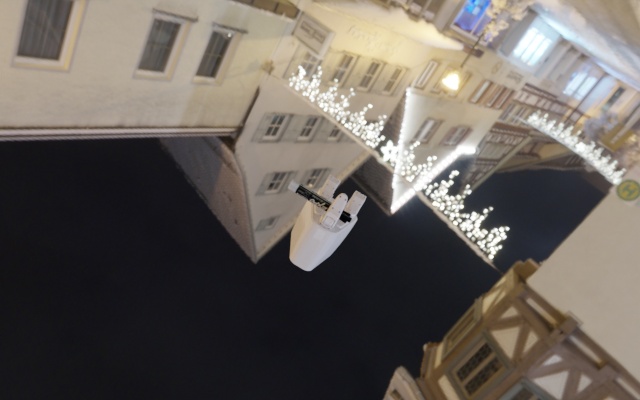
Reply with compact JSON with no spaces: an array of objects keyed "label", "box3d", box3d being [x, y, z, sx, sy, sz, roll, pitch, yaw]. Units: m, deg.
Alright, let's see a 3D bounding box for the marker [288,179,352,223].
[{"label":"marker","box3d":[0.000,0.003,0.812,0.121,0.020,0.020,32,0,0]}]
